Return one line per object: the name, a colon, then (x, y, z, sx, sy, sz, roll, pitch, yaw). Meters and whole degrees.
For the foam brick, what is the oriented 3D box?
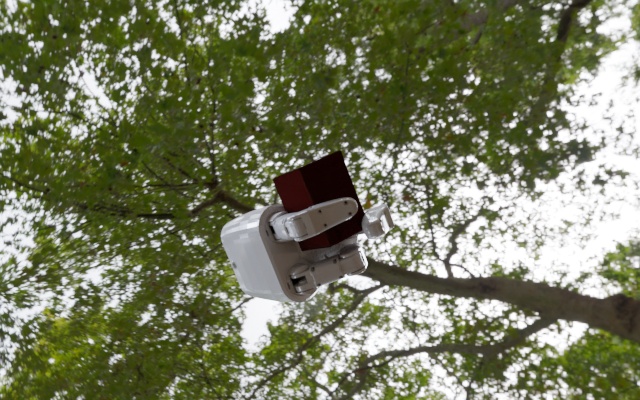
foam brick: (0.000, 0.001, 0.449, 0.053, 0.078, 0.051, -24, 6, -35)
